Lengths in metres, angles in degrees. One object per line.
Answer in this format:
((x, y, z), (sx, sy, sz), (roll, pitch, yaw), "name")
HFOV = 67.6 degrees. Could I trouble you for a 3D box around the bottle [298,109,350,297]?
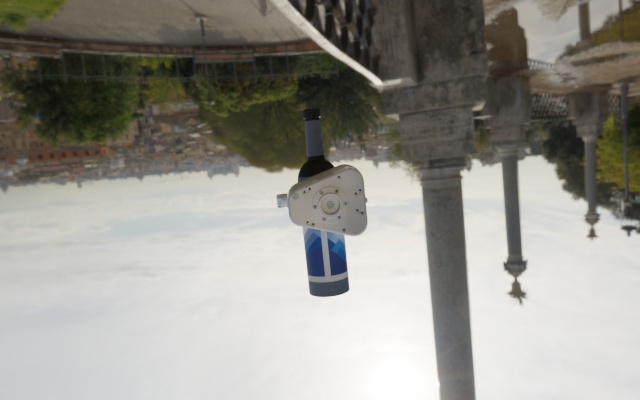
((0.000, 0.003, 0.767), (0.069, 0.296, 0.069), (-6, 5, 1), "bottle")
